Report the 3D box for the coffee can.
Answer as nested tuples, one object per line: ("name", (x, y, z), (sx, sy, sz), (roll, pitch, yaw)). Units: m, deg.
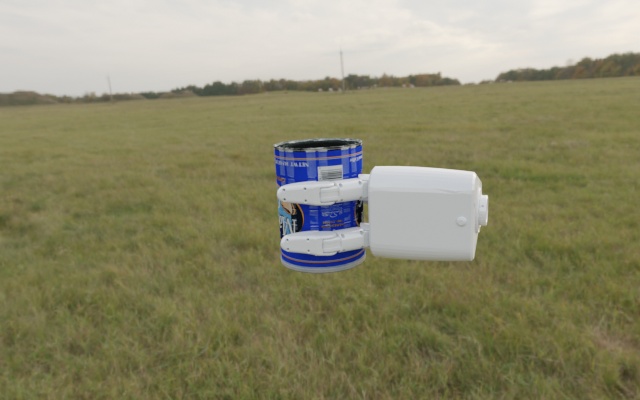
("coffee can", (0.000, 0.002, 0.563), (0.103, 0.140, 0.102), (-3, 13, 1))
